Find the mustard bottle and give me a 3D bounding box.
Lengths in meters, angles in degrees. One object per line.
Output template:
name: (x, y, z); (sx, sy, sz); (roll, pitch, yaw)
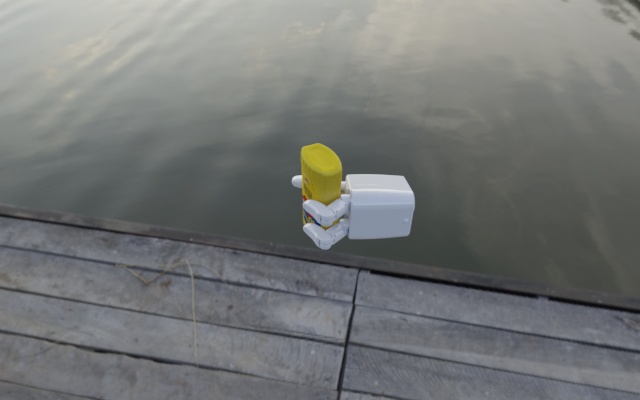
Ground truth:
mustard bottle: (0.000, 0.003, 0.838); (0.058, 0.192, 0.096); (-17, 43, -20)
